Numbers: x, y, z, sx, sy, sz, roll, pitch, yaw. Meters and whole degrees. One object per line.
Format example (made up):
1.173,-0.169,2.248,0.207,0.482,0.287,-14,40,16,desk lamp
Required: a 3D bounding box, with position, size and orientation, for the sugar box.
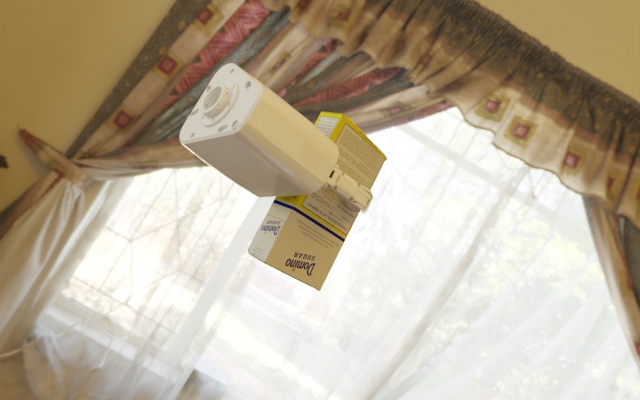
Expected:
0.000,0.001,0.528,0.093,0.176,0.048,36,-9,-40,sugar box
